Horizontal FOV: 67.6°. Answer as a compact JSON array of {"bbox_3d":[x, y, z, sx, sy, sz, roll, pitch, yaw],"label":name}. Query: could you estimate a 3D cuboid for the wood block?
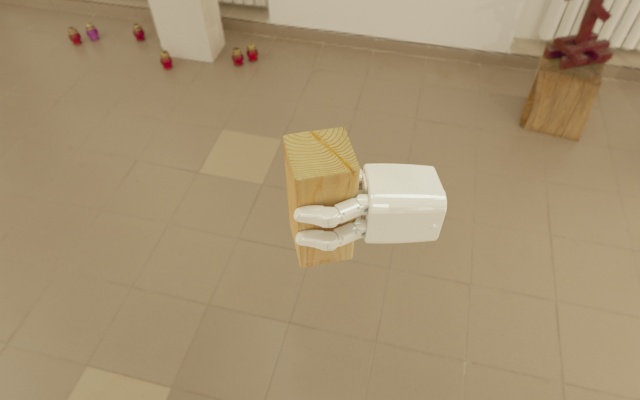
[{"bbox_3d":[0.000,0.002,0.714,0.090,0.090,0.206,-9,-40,-8],"label":"wood block"}]
